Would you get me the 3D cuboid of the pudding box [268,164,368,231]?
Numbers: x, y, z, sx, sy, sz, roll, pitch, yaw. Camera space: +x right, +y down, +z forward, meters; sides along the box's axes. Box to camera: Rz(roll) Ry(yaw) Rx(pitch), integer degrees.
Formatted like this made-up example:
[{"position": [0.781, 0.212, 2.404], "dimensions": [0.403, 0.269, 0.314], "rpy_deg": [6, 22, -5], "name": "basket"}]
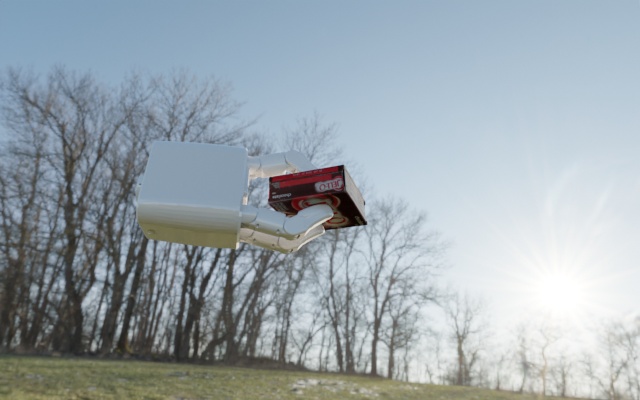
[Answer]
[{"position": [0.000, 0.002, 0.565], "dimensions": [0.090, 0.039, 0.113], "rpy_deg": [-8, -22, 16], "name": "pudding box"}]
